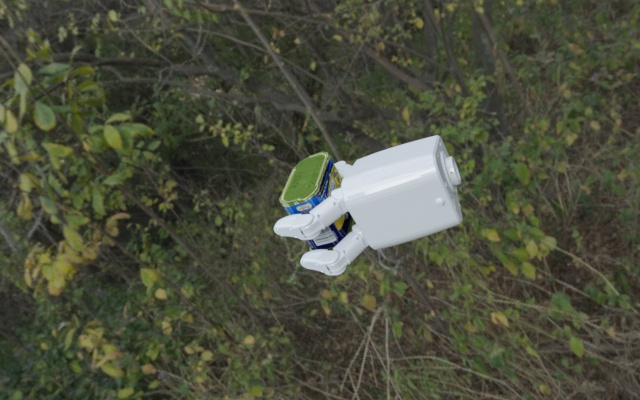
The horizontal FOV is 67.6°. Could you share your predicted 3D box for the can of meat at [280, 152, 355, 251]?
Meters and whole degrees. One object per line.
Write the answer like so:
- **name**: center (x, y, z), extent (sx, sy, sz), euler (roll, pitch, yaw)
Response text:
- **can of meat**: center (0.000, 0.002, 0.587), extent (0.057, 0.084, 0.102), euler (-16, 32, 25)
